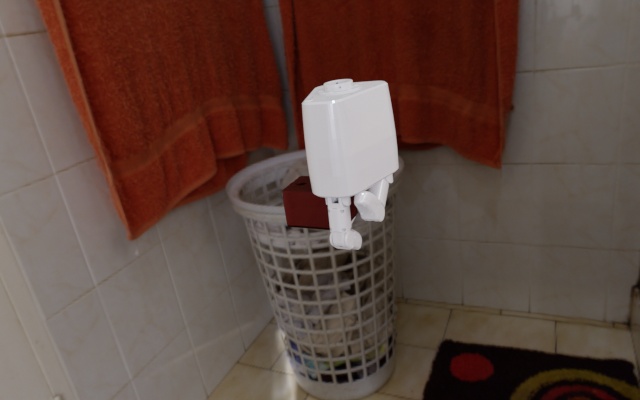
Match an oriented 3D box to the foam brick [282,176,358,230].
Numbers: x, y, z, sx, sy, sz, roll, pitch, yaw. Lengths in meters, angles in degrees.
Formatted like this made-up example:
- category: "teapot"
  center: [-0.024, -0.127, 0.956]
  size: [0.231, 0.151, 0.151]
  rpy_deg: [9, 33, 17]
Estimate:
- category: "foam brick"
  center: [0.000, 0.002, 0.592]
  size: [0.078, 0.051, 0.053]
  rpy_deg: [2, 26, 26]
